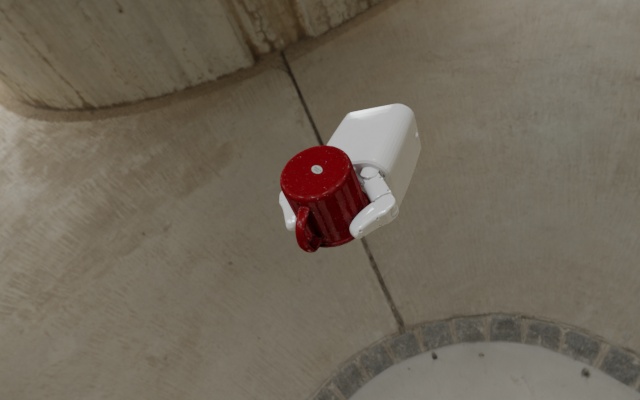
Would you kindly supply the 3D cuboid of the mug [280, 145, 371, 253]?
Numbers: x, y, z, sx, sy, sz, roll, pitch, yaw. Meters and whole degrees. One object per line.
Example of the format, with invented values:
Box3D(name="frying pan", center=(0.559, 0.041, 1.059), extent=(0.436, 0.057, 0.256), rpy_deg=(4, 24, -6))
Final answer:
Box3D(name="mug", center=(-0.001, 0.003, 0.531), extent=(0.093, 0.117, 0.082), rpy_deg=(8, -35, 28))
